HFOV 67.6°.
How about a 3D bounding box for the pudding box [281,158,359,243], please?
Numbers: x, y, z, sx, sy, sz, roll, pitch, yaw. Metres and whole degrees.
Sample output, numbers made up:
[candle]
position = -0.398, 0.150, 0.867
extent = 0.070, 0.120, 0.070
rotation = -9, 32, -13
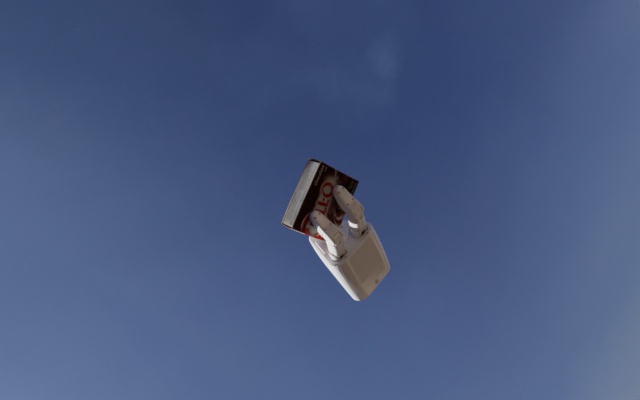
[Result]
[pudding box]
position = 0.000, 0.002, 0.746
extent = 0.090, 0.113, 0.039
rotation = 24, -4, -42
